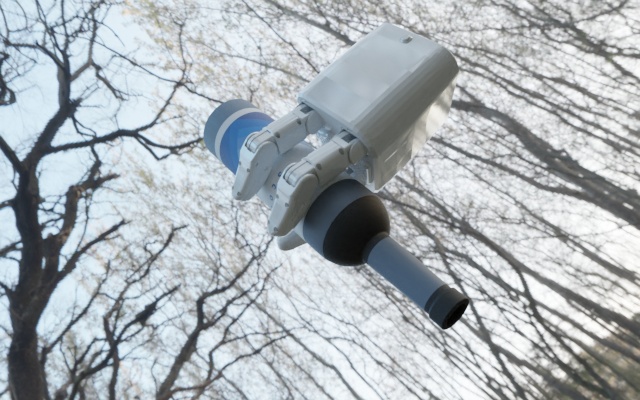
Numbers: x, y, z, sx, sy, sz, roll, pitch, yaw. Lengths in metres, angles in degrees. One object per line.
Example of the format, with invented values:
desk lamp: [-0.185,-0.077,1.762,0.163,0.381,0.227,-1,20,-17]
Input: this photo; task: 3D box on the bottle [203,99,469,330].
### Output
bottle: [0.000,0.001,0.408,0.069,0.069,0.295,0,31,-47]
